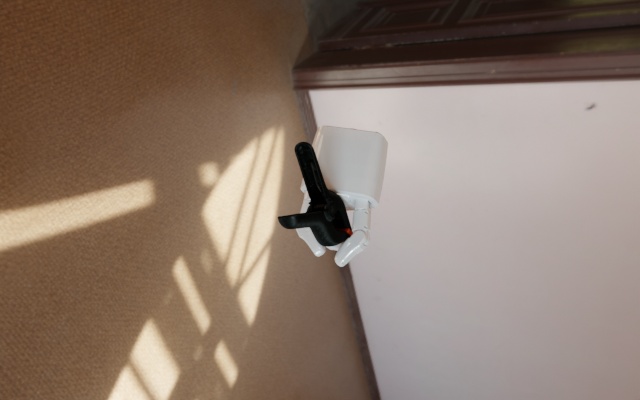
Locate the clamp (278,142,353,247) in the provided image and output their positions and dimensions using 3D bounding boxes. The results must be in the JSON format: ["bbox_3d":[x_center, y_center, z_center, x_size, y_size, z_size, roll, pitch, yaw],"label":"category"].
[{"bbox_3d":[0.001,0.002,0.647,0.039,0.120,0.171,3,-19,28],"label":"clamp"}]
